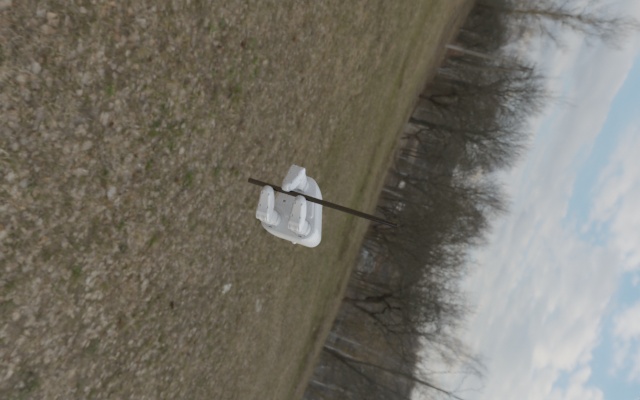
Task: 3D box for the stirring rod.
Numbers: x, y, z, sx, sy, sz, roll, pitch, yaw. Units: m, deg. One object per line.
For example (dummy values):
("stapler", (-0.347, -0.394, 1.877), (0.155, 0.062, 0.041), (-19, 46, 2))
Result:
("stirring rod", (0.000, 0.002, 0.728), (0.239, 0.011, 0.011), (17, 3, 11))
